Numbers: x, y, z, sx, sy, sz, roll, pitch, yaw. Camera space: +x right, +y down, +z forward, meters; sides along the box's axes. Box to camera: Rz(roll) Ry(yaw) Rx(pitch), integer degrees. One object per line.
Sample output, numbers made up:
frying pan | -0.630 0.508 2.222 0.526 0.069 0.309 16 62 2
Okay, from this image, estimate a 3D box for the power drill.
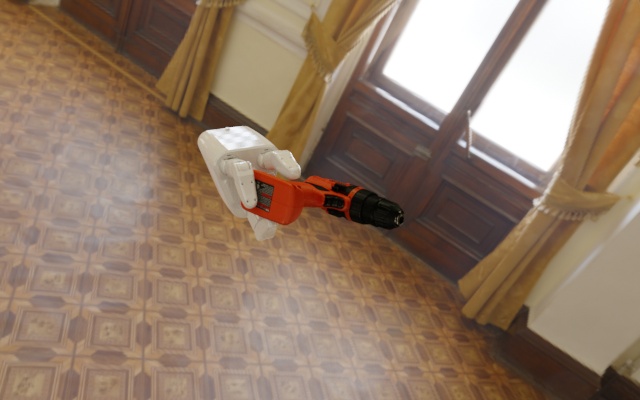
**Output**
power drill | 0.000 0.002 0.663 0.184 0.057 0.187 17 8 41
